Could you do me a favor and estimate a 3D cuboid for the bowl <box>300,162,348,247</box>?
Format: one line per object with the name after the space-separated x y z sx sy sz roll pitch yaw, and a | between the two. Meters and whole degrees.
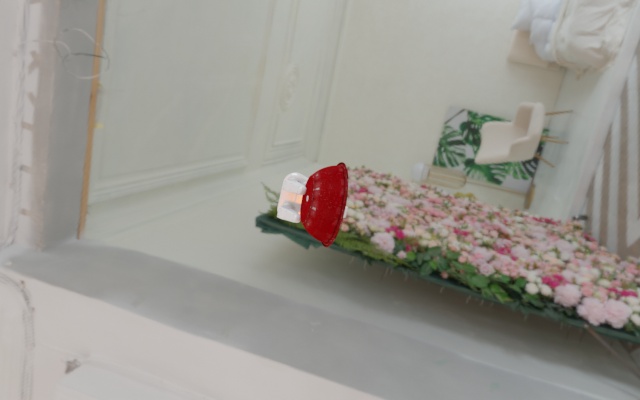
0.000 0.003 0.885 0.055 0.162 0.162 11 -3 -14 | bowl
